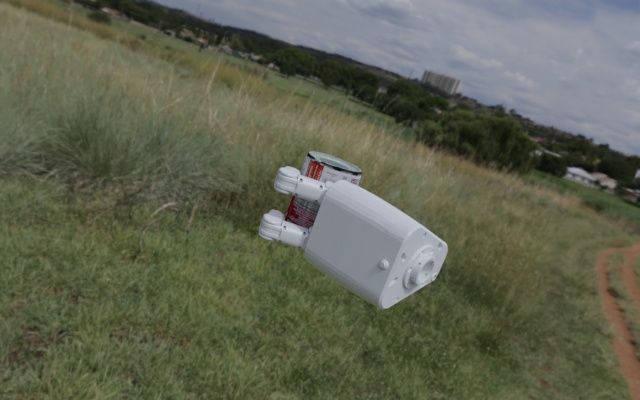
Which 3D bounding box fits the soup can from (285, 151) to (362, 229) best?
[{"bbox_3d":[0.000,0.001,0.555,0.068,0.102,0.068,19,14,-5],"label":"soup can"}]
